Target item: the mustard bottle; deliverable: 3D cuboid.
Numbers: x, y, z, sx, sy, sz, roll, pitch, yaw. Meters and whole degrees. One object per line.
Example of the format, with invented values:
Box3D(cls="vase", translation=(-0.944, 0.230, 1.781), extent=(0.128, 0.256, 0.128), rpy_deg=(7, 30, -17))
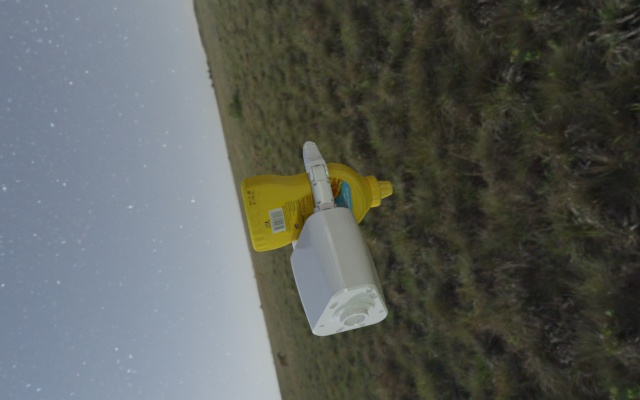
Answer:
Box3D(cls="mustard bottle", translation=(0.000, 0.002, 0.614), extent=(0.191, 0.096, 0.058), rpy_deg=(-11, 28, -9))
